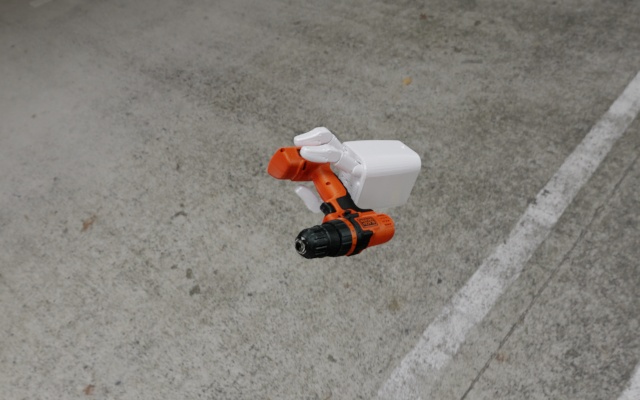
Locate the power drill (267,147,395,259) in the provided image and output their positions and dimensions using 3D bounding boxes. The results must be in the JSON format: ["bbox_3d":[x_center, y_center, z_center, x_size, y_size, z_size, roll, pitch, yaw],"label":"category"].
[{"bbox_3d":[0.000,0.002,0.695,0.184,0.187,0.057,-5,-40,-46],"label":"power drill"}]
